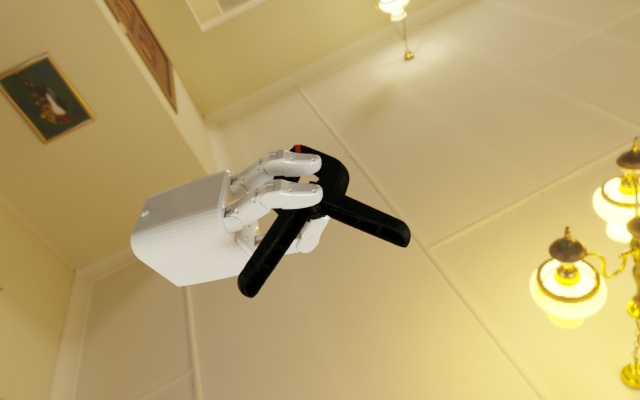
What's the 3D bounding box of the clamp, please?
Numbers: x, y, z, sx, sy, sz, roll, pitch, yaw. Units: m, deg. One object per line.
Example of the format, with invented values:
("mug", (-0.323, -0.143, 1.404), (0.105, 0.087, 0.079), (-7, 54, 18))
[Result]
("clamp", (0.000, 0.002, 0.502), (0.164, 0.036, 0.209), (-14, 38, 9))
